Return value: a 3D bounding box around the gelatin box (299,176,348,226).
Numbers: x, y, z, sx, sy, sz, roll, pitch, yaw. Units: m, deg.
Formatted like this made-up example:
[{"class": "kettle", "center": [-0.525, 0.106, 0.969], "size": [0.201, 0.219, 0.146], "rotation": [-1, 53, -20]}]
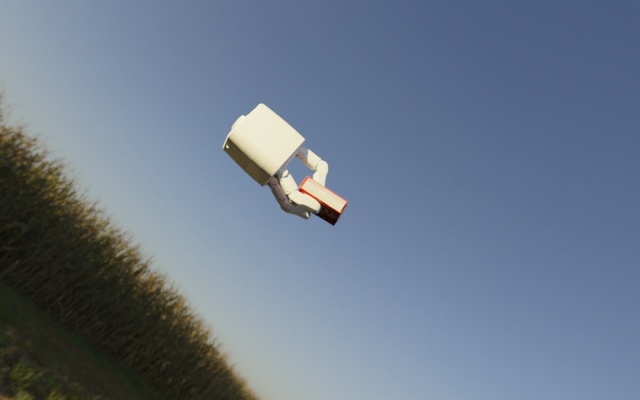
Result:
[{"class": "gelatin box", "center": [0.001, 0.003, 0.875], "size": [0.089, 0.030, 0.073], "rotation": [32, -23, 5]}]
